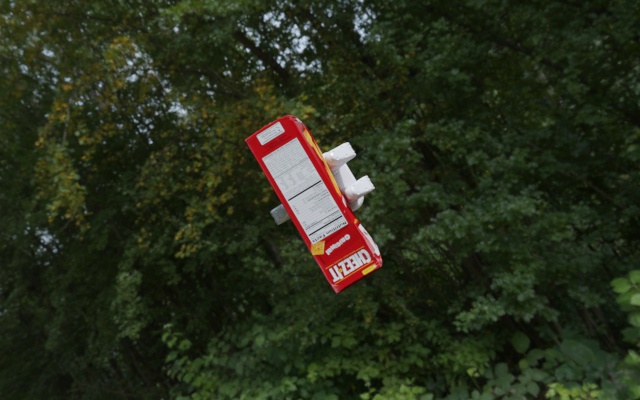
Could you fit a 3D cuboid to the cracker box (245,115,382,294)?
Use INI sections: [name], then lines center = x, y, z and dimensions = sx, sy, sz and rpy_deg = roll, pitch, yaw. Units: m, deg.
[cracker box]
center = 0.000, 0.002, 0.632
dimensions = 0.072, 0.213, 0.164
rpy_deg = -32, -3, 5
